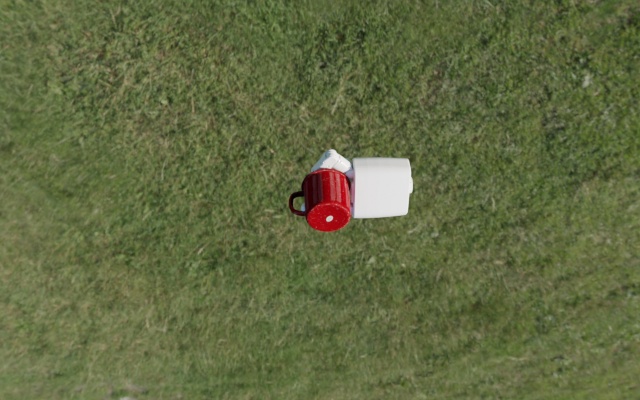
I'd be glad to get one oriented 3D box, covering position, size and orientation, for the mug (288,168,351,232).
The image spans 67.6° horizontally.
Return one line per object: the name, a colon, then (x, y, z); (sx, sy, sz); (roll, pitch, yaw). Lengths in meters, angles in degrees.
mug: (-0.001, 0.003, 0.868); (0.117, 0.081, 0.093); (-2, -43, -1)
